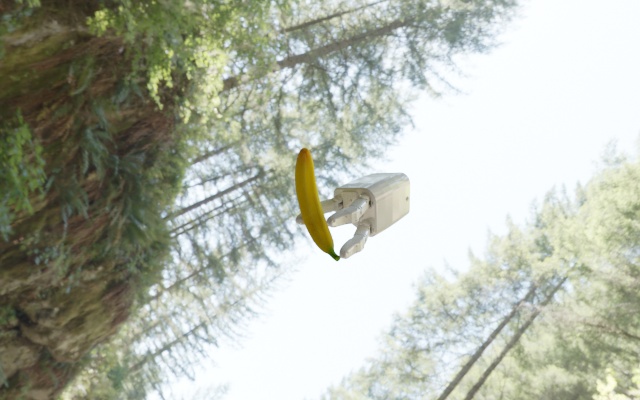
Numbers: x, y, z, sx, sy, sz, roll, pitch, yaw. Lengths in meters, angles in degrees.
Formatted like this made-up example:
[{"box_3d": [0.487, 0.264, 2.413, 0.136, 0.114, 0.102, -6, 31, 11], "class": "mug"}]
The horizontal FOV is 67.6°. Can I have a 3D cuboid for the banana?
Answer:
[{"box_3d": [-0.010, 0.008, 0.819, 0.037, 0.198, 0.069, -23, 7, -36], "class": "banana"}]
